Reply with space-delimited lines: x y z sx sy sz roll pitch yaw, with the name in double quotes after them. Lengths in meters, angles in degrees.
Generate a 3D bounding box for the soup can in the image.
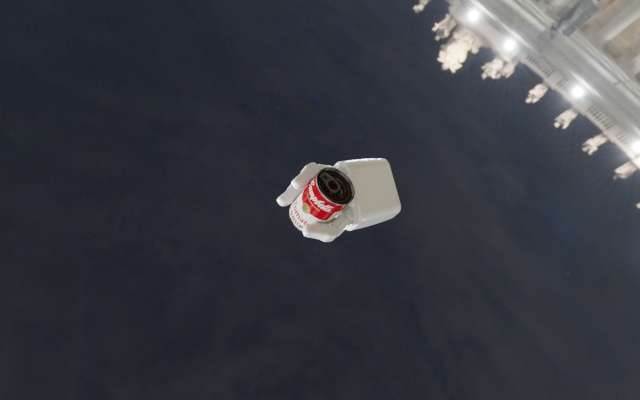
0.000 0.003 0.766 0.068 0.068 0.102 0 -30 -33 "soup can"
